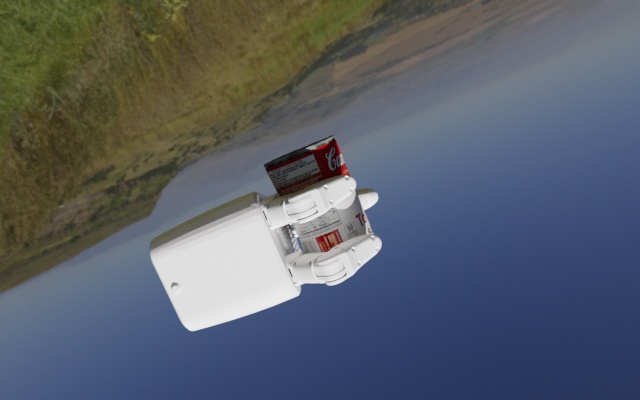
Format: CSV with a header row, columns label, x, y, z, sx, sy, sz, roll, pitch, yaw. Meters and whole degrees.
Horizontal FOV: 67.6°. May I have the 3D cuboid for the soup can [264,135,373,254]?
label,x,y,z,sx,sy,sz,roll,pitch,yaw
soup can,0.001,0.001,0.429,0.068,0.102,0.068,-22,8,3
